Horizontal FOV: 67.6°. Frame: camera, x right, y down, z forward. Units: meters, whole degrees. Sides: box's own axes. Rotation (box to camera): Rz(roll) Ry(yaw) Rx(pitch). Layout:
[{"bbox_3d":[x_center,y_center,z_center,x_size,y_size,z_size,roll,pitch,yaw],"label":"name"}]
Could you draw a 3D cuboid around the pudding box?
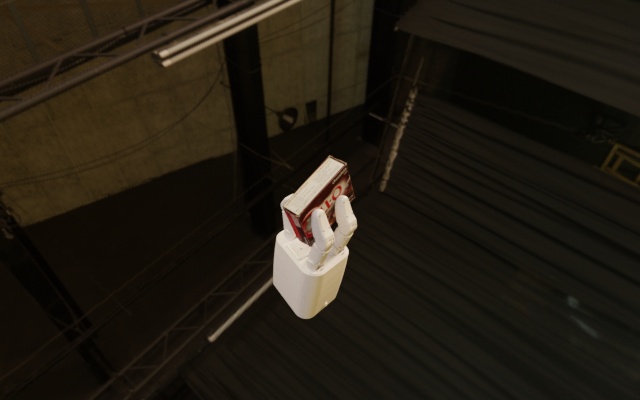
[{"bbox_3d":[0.000,0.002,0.718,0.039,0.113,0.090,29,-23,27],"label":"pudding box"}]
